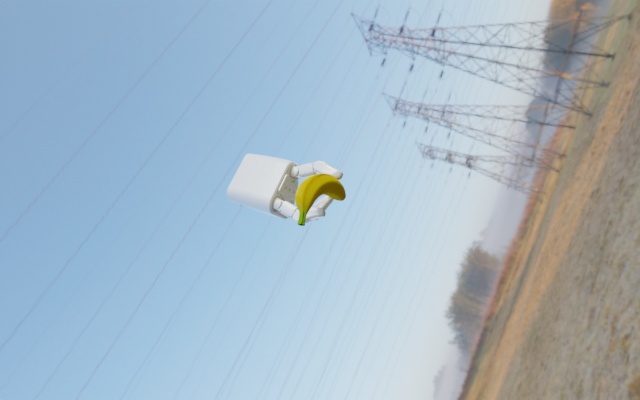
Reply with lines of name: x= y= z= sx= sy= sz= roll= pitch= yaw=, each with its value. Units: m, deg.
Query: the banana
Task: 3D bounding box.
banana: x=0.000 y=-0.014 z=0.841 sx=0.037 sy=0.070 sz=0.197 roll=11 pitch=17 yaw=23
